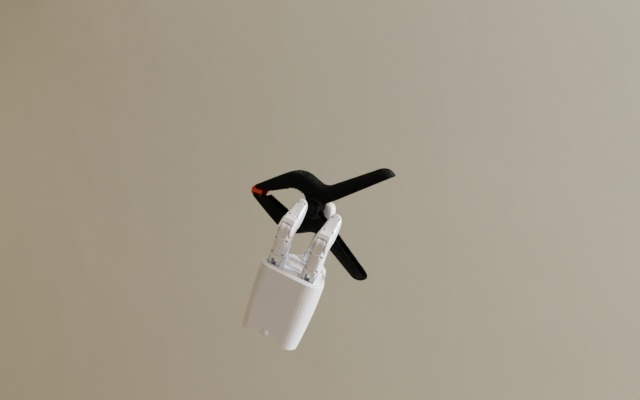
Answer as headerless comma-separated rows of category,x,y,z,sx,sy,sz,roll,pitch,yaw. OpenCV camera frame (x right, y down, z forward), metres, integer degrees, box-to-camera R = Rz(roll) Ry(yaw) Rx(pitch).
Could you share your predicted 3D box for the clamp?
clamp,0.000,0.002,0.698,0.210,0.164,0.036,24,11,16
